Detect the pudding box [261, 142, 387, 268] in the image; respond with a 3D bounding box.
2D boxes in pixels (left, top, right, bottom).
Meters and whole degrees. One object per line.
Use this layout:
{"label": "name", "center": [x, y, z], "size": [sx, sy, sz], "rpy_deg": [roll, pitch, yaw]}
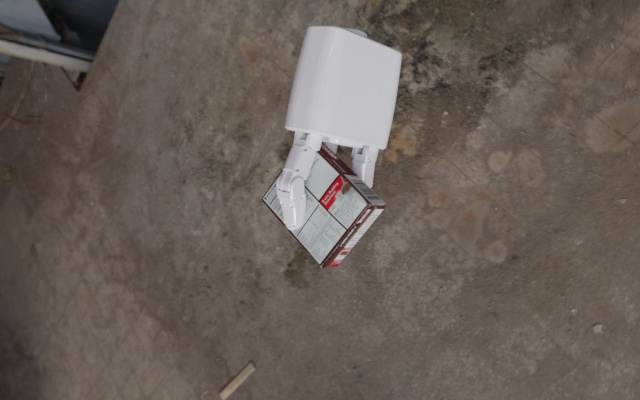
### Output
{"label": "pudding box", "center": [0.000, 0.002, 0.510], "size": [0.113, 0.090, 0.039], "rpy_deg": [47, 22, 28]}
